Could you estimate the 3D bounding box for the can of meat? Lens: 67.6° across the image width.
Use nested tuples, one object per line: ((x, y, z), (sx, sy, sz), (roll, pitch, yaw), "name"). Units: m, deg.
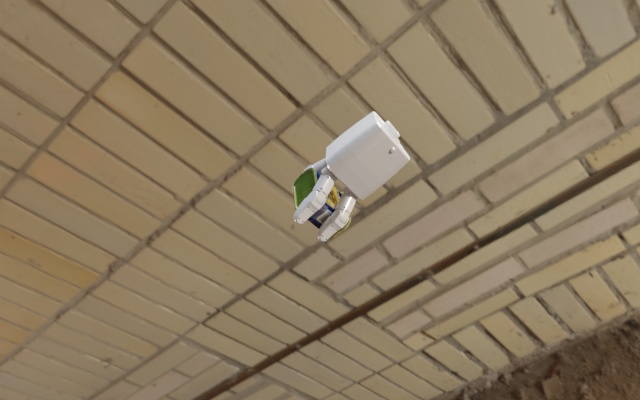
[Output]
((0.000, 0.002, 0.825), (0.057, 0.102, 0.084), (-36, -56, 19), "can of meat")
